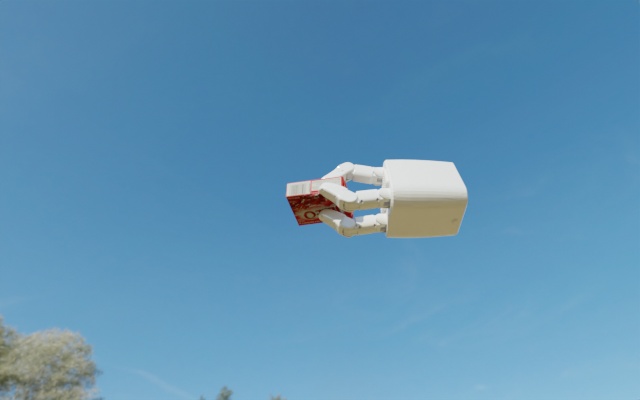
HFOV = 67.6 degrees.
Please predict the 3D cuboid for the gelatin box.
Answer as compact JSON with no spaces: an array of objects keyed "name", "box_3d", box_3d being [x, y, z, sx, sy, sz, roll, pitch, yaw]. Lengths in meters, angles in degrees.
[{"name":"gelatin box","box_3d":[0.000,0.002,0.722,0.089,0.030,0.073,-7,-40,11]}]
